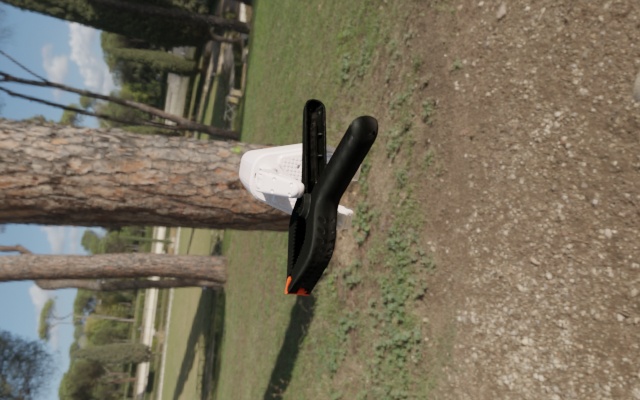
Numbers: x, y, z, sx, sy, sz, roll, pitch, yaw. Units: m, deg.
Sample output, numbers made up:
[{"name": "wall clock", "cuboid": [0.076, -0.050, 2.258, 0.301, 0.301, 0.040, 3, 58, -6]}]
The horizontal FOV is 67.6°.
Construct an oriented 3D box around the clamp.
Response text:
[{"name": "clamp", "cuboid": [-0.001, 0.002, 0.479, 0.036, 0.210, 0.164, 8, 7, -19]}]
